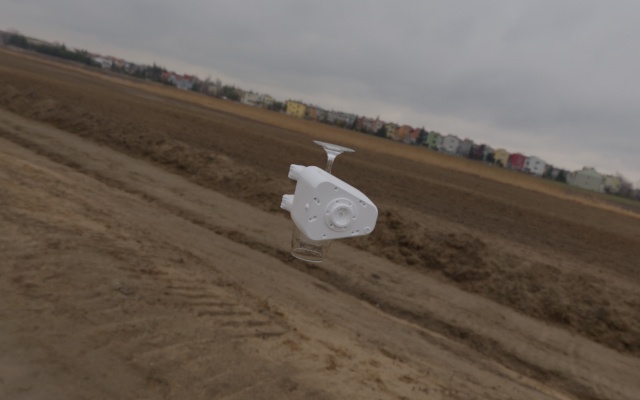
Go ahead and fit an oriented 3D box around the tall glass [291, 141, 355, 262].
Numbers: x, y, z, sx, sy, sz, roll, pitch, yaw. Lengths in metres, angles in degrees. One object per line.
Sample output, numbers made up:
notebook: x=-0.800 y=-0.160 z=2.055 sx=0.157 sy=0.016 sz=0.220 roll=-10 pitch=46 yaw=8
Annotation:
tall glass: x=0.000 y=0.002 z=0.830 sx=0.079 sy=0.201 sz=0.079 roll=13 pitch=10 yaw=-2
